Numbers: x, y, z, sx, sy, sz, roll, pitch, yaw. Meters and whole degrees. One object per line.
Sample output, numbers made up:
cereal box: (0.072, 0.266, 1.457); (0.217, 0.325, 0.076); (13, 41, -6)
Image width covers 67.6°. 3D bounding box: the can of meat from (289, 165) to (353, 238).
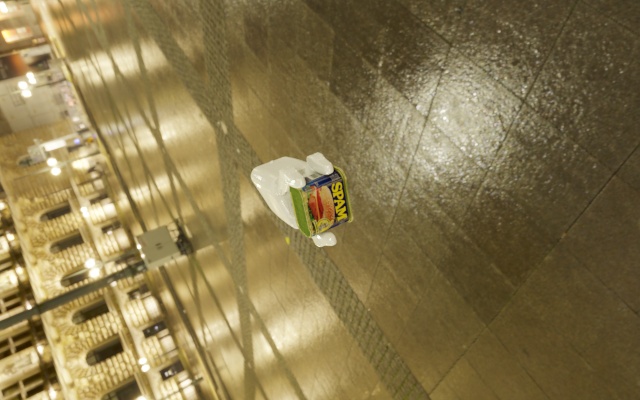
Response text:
can of meat: (0.000, 0.003, 0.799); (0.084, 0.102, 0.057); (-23, 28, -22)
